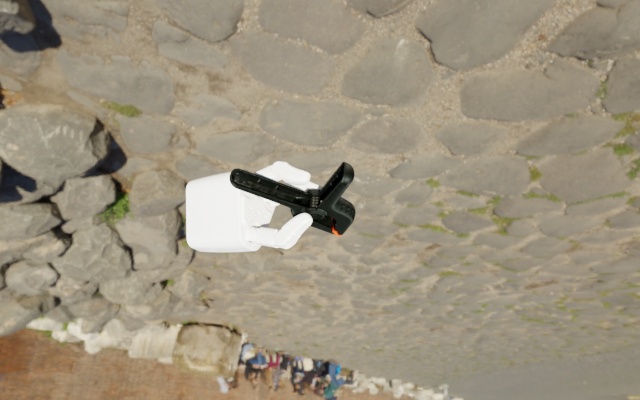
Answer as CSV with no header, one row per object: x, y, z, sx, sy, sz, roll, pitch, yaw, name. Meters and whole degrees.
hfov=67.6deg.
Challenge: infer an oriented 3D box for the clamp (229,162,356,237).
0.000,0.003,0.652,0.164,0.036,0.210,-4,-24,29,clamp
